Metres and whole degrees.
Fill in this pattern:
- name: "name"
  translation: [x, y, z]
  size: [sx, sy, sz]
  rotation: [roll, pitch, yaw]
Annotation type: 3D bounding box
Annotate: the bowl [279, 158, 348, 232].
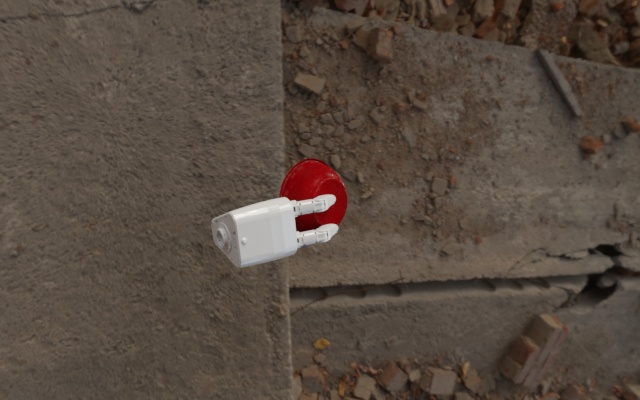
- name: "bowl"
  translation: [0.001, 0.002, 0.884]
  size: [0.055, 0.162, 0.162]
  rotation: [6, 4, 44]
